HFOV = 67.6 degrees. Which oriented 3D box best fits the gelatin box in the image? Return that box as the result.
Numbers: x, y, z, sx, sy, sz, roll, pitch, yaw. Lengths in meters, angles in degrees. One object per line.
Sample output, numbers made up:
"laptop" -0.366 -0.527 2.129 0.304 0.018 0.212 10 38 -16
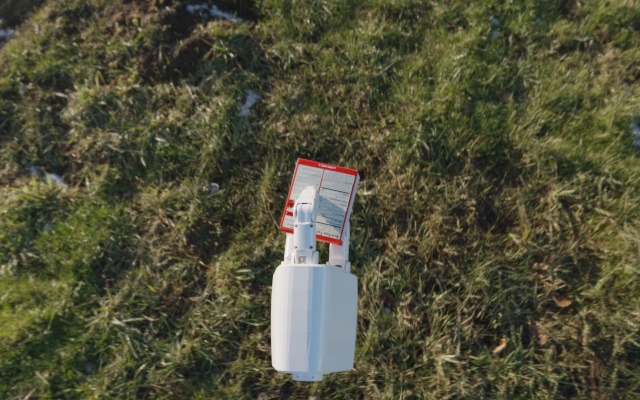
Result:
"gelatin box" 0.000 0.001 0.557 0.073 0.089 0.030 12 -10 12
